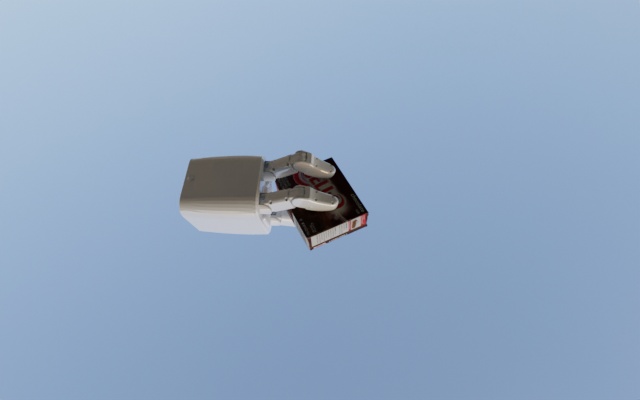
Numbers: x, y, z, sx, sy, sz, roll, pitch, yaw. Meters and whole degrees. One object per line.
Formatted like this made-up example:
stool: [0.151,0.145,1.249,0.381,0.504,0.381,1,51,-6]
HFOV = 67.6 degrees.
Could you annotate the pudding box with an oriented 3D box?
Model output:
pudding box: [0.000,0.002,0.650,0.090,0.113,0.039,-23,-33,-12]
